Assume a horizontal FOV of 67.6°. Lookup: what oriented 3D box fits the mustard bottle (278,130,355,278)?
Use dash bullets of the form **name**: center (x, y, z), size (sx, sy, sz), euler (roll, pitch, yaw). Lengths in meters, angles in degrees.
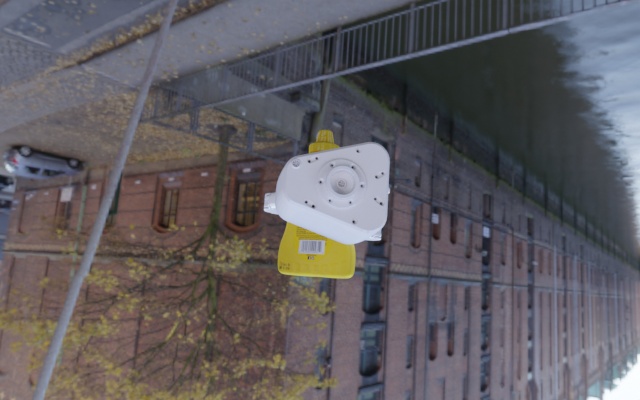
- **mustard bottle**: center (0.000, 0.002, 0.618), size (0.096, 0.191, 0.058), euler (1, -10, 17)
